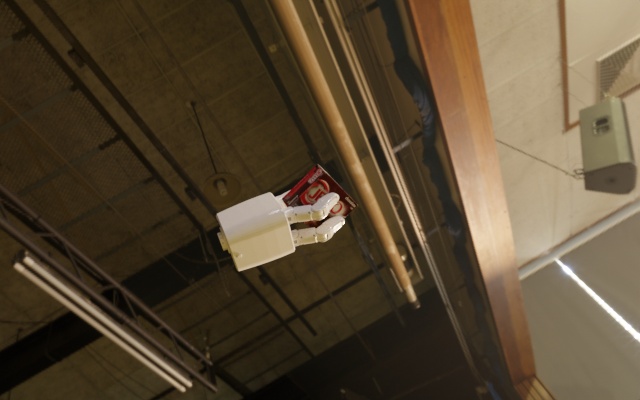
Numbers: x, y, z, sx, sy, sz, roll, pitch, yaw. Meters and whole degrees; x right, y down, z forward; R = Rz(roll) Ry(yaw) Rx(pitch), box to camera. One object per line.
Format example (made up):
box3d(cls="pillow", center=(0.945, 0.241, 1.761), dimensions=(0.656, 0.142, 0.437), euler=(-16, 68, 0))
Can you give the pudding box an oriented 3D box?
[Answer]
box3d(cls="pudding box", center=(0.000, 0.003, 0.846), dimensions=(0.113, 0.090, 0.039), euler=(42, 6, -43))
